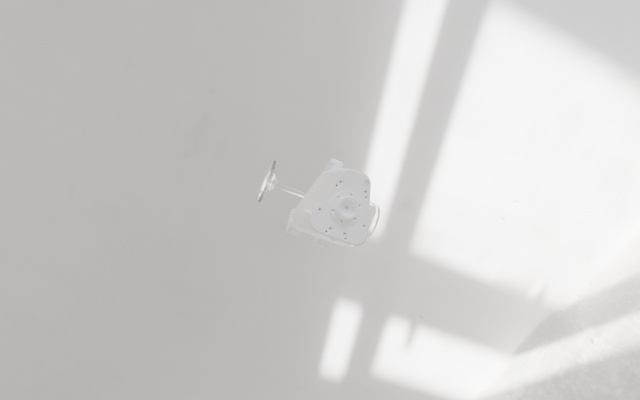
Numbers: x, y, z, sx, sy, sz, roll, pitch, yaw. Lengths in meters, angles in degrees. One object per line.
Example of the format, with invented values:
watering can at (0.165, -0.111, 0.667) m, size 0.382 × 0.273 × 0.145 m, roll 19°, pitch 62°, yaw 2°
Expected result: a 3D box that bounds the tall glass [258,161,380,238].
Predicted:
tall glass at (-0.001, 0.002, 0.819) m, size 0.201 × 0.079 × 0.079 m, roll 21°, pitch -6°, yaw -14°
